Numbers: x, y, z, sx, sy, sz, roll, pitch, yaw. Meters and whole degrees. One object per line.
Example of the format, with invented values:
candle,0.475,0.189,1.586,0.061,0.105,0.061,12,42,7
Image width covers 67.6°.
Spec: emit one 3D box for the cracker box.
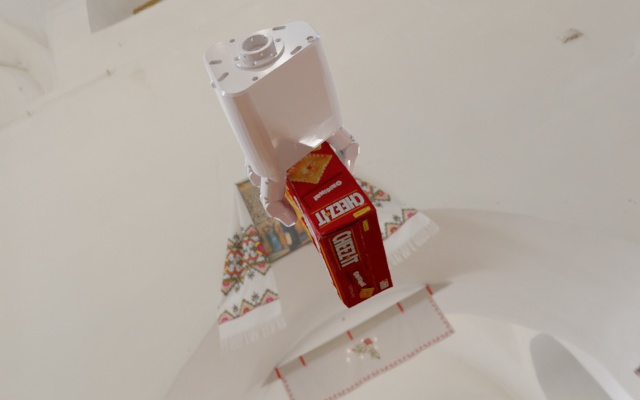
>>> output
cracker box,0.000,0.002,0.584,0.072,0.213,0.164,-27,-40,-5
